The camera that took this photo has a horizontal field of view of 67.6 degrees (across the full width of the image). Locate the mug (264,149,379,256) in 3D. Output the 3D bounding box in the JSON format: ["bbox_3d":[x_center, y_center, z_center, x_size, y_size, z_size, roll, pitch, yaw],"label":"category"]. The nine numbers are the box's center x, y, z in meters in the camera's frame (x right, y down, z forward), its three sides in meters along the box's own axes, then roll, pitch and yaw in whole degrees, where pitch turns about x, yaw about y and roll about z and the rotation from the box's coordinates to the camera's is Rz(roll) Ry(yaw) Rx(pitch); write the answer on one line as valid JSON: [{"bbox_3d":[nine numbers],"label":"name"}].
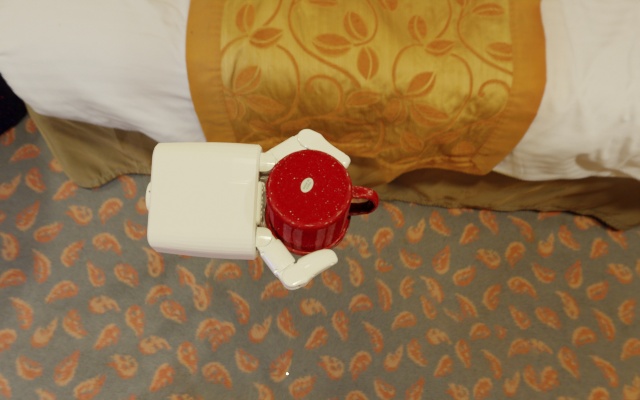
[{"bbox_3d":[0.002,0.002,0.476,0.117,0.093,0.081,2,-20,-2],"label":"mug"}]
